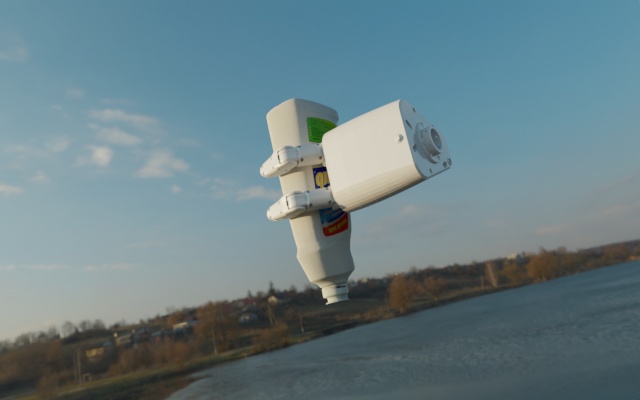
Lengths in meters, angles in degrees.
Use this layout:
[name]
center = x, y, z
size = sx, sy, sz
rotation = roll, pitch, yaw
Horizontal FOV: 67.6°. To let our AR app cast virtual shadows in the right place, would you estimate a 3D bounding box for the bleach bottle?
[bleach bottle]
center = 0.000, 0.002, 0.601
size = 0.068, 0.250, 0.102
rotation = -22, -17, 35
